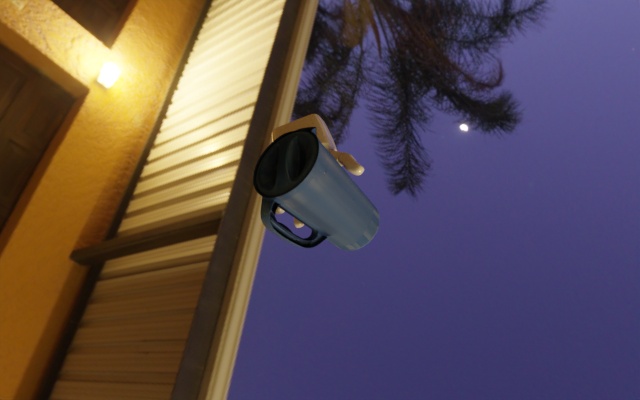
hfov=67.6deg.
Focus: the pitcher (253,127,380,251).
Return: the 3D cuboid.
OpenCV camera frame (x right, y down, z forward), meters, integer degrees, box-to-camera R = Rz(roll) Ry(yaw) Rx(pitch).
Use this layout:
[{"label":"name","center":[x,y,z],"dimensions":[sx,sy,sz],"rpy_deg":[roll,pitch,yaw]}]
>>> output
[{"label":"pitcher","center":[0.000,0.003,0.845],"dimensions":[0.149,0.145,0.243],"rpy_deg":[-34,-46,15]}]
